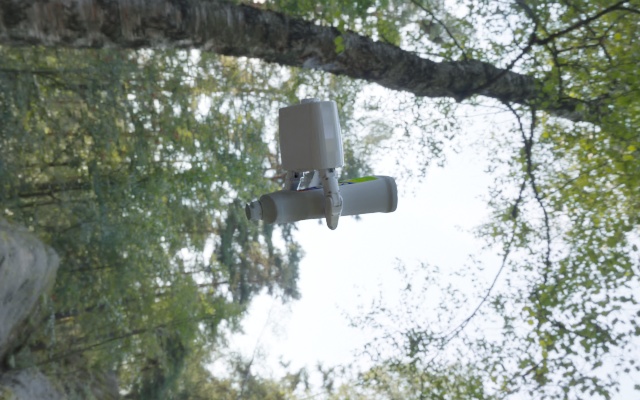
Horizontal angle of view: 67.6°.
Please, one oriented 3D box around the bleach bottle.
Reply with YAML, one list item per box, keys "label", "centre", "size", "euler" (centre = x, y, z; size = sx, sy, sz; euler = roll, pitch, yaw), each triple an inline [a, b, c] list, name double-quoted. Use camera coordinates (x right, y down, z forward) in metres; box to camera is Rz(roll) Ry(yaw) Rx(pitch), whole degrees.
- label: "bleach bottle"
  centre: [0.000, 0.003, 0.808]
  size: [0.251, 0.068, 0.102]
  euler: [-8, 8, -25]
